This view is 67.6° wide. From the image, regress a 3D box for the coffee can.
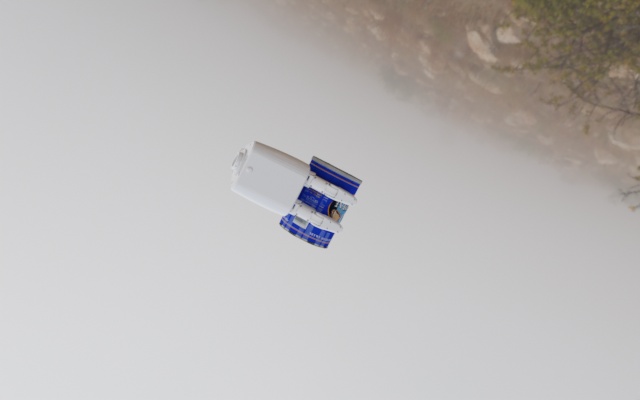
[{"bbox_3d":[0.000,0.003,0.879,0.103,0.140,0.103,27,5,-3],"label":"coffee can"}]
